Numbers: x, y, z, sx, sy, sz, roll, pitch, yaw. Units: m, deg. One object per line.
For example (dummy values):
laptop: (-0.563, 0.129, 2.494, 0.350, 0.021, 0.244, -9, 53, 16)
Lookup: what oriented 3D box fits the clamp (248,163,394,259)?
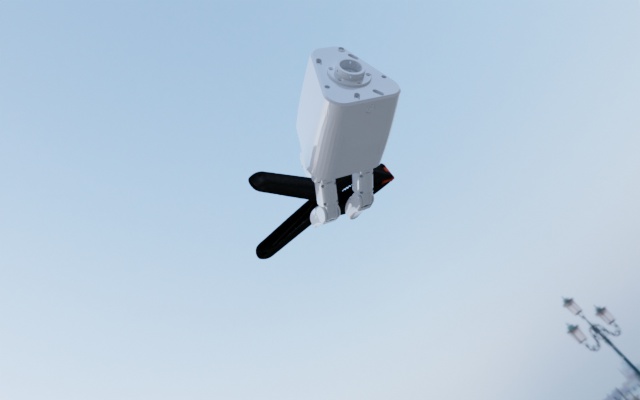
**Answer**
clamp: (0.000, 0.001, 0.633, 0.210, 0.036, 0.165, -17, -35, -25)
